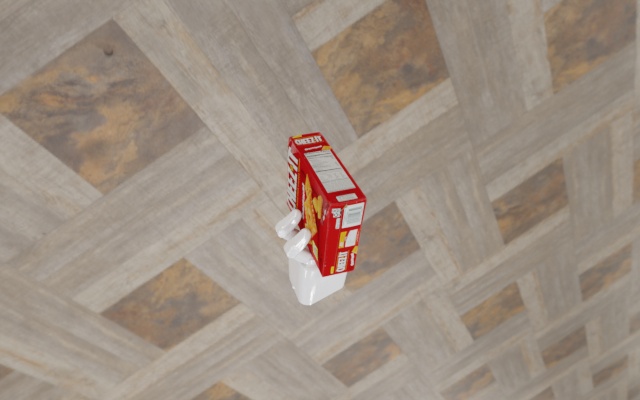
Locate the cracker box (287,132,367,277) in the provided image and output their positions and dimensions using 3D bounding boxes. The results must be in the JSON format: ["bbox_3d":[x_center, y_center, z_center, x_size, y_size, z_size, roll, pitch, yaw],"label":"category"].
[{"bbox_3d":[0.000,0.003,0.856,0.072,0.164,0.213,-10,40,-19],"label":"cracker box"}]
